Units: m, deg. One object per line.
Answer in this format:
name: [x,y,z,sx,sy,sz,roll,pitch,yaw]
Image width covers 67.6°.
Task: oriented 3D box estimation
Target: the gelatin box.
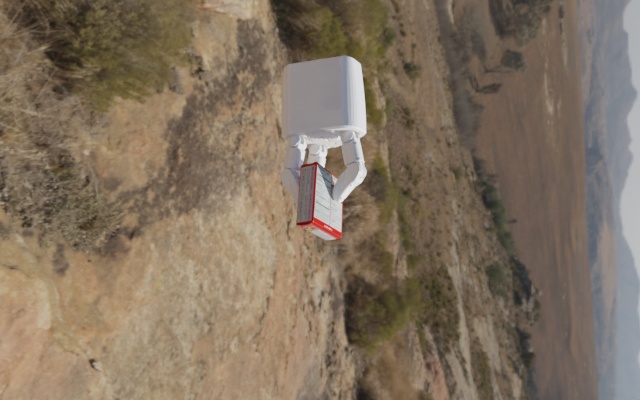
gelatin box: [0.000,0.002,0.653,0.030,0.089,0.073,-12,-26,30]
